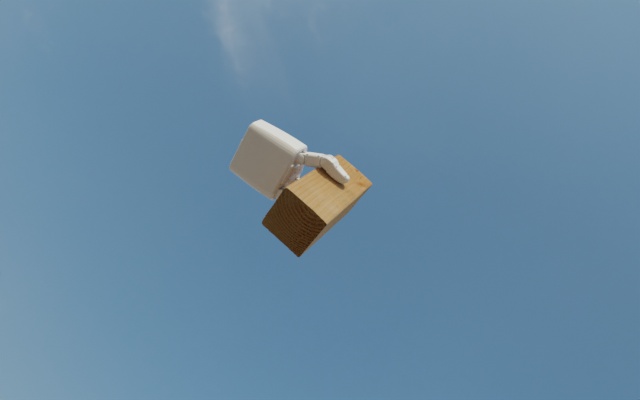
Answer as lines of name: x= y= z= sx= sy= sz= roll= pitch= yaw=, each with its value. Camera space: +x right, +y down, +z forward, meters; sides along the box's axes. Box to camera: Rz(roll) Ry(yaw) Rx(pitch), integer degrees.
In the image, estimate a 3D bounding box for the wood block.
wood block: x=0.000 y=0.002 z=0.849 sx=0.090 sy=0.091 sz=0.206 roll=42 pitch=33 yaw=7
